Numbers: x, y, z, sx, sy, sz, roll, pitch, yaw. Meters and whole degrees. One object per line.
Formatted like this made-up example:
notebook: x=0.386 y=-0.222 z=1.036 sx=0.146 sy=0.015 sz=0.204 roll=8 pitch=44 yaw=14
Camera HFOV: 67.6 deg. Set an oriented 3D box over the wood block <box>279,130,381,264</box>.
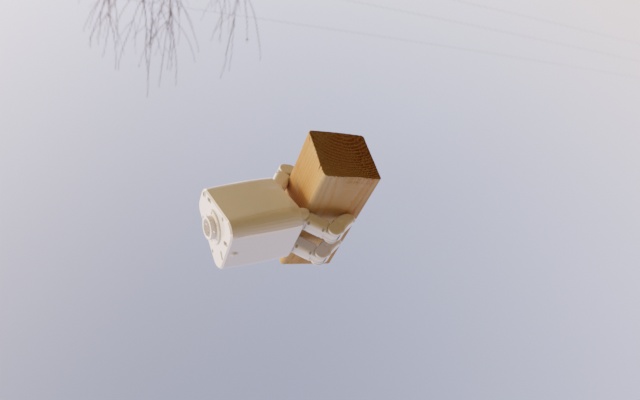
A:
wood block: x=0.000 y=0.002 z=0.729 sx=0.090 sy=0.090 sz=0.206 roll=2 pitch=-41 yaw=-24
